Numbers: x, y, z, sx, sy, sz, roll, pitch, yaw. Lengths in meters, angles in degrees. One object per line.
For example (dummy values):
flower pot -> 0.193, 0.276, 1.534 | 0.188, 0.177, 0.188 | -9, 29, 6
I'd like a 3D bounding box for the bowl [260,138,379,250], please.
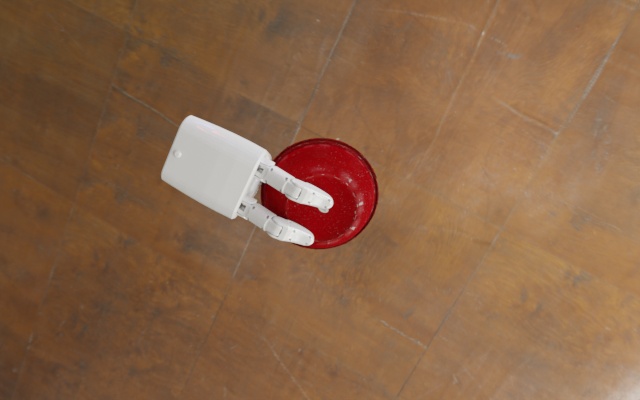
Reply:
bowl -> 0.001, 0.002, 0.629 | 0.162, 0.162, 0.055 | 0, 20, -3
